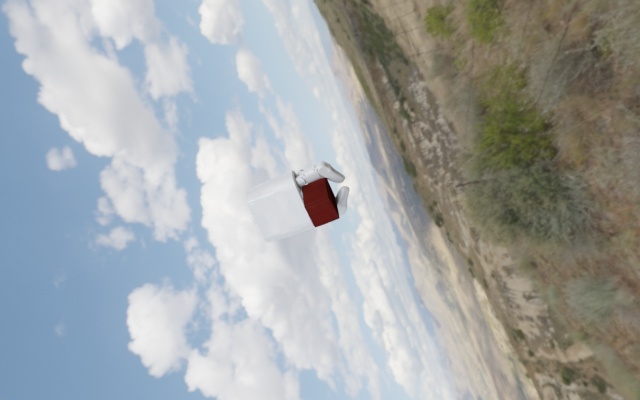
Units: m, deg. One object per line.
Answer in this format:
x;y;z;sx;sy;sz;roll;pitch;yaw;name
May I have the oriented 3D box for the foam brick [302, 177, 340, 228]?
0.000;0.003;0.894;0.051;0.053;0.078;-21;31;7;foam brick
